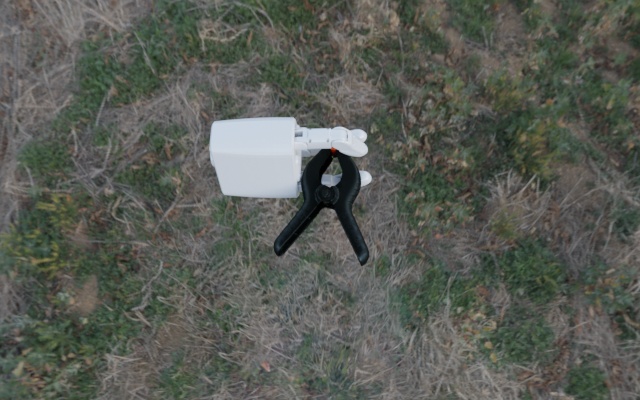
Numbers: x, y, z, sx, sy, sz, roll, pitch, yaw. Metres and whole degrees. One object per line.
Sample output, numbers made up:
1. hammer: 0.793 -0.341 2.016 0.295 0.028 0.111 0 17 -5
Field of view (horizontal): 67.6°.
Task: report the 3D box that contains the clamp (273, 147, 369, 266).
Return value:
1. clamp: 0.000 0.002 0.618 0.120 0.171 0.039 -1 -22 2
